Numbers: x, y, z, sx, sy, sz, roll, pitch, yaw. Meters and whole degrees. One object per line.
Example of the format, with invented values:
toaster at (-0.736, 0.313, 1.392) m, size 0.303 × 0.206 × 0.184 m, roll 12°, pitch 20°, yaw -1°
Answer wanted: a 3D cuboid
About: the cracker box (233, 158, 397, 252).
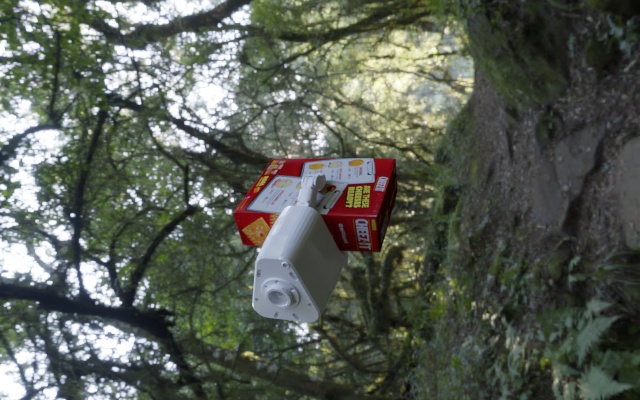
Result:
cracker box at (0.000, 0.002, 0.733) m, size 0.213 × 0.072 × 0.164 m, roll 2°, pitch 34°, yaw 18°
